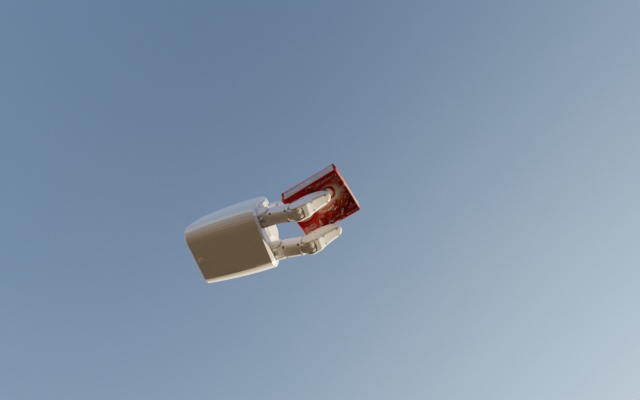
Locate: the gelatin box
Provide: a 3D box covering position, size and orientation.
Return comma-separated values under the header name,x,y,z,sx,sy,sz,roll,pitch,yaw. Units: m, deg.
name,x,y,z,sx,sy,sz,roll,pitch,yaw
gelatin box,0.000,0.002,0.677,0.089,0.073,0.030,-30,23,7
